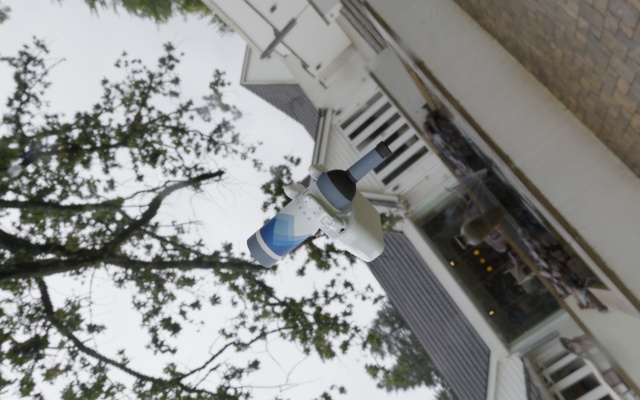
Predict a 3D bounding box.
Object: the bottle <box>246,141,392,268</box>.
[{"bbox_3d":[0.000,0.003,0.821,0.296,0.069,0.069,-40,-12,14],"label":"bottle"}]
